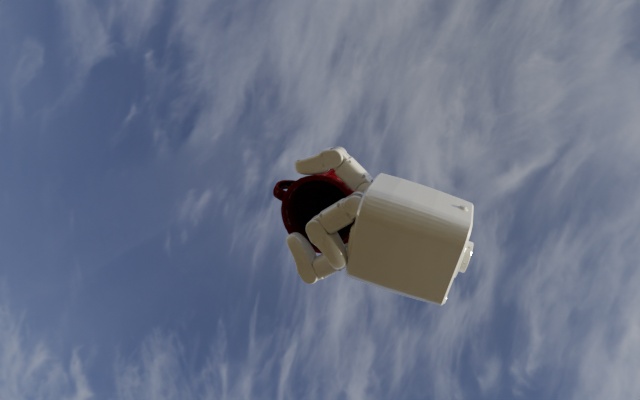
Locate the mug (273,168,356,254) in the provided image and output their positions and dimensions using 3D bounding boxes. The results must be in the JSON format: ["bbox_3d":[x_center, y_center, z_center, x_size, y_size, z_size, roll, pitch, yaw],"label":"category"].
[{"bbox_3d":[-0.001,0.001,0.575,0.117,0.093,0.081,18,22,14],"label":"mug"}]
